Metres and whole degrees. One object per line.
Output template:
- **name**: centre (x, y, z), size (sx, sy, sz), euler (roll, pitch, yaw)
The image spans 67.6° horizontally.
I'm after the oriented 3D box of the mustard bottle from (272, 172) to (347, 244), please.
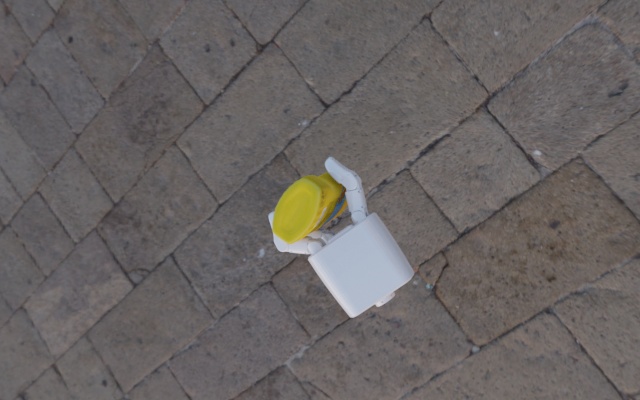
- **mustard bottle**: centre (0.000, 0.002, 0.718), size (0.058, 0.096, 0.191), euler (33, 18, 14)
